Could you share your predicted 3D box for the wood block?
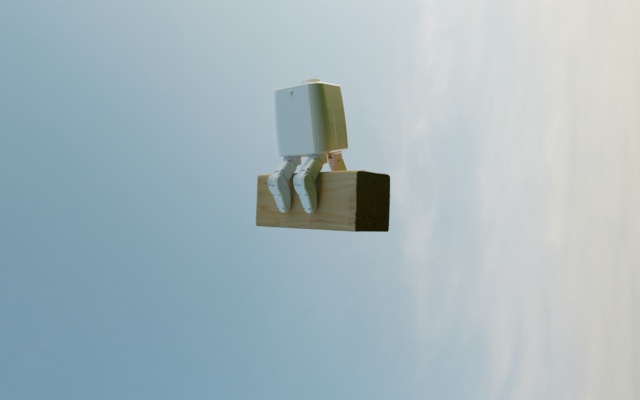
[{"bbox_3d":[0.000,0.002,0.765,0.206,0.090,0.091,1,-2,41],"label":"wood block"}]
